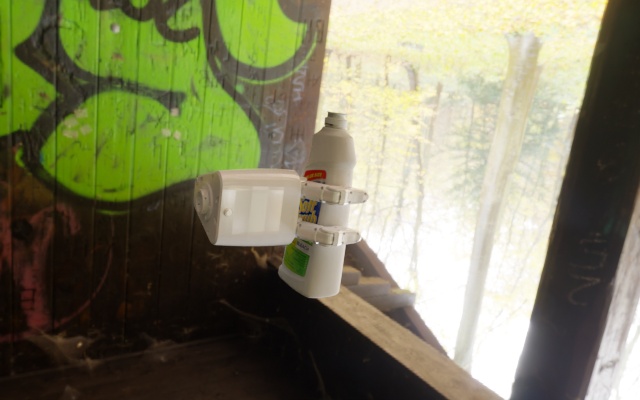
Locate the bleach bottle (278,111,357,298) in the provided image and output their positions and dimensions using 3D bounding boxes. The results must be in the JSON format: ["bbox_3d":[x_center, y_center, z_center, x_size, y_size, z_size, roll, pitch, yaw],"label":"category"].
[{"bbox_3d":[0.000,0.002,0.669,0.068,0.251,0.102,0,15,-33],"label":"bleach bottle"}]
